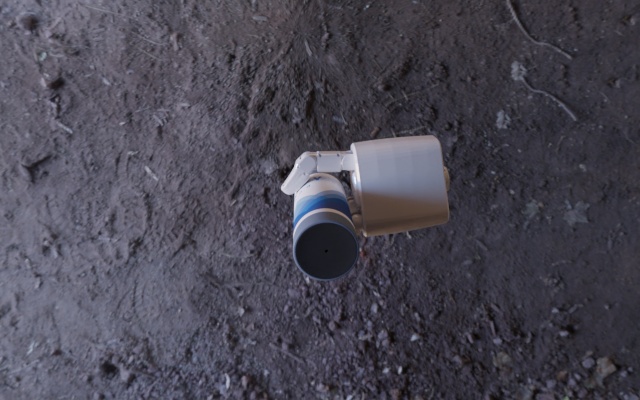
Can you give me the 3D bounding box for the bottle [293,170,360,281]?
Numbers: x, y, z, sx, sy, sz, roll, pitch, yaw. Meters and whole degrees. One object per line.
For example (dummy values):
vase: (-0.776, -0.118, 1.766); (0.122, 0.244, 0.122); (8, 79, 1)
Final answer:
bottle: (0.000, 0.002, 0.610); (0.069, 0.069, 0.295); (0, 19, -2)
